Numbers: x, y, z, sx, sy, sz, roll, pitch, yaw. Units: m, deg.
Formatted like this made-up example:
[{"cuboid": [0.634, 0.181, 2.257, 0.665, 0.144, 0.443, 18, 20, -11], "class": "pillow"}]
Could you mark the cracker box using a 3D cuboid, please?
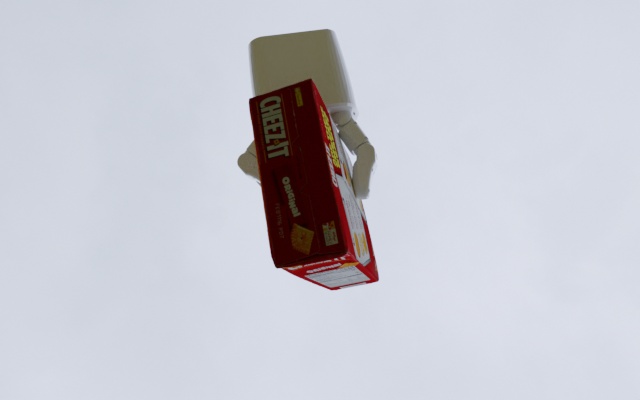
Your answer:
[{"cuboid": [0.000, 0.002, 0.502, 0.072, 0.164, 0.214, -15, -18, 10], "class": "cracker box"}]
